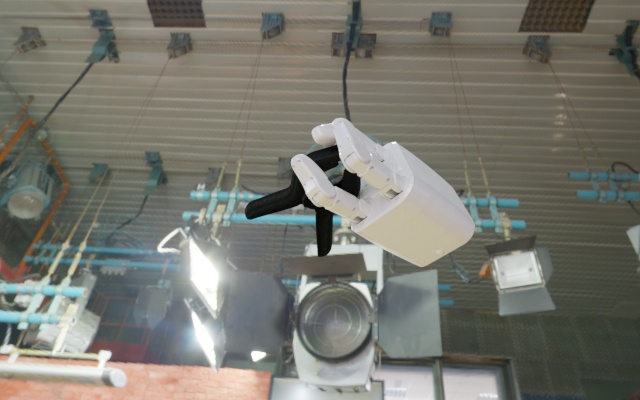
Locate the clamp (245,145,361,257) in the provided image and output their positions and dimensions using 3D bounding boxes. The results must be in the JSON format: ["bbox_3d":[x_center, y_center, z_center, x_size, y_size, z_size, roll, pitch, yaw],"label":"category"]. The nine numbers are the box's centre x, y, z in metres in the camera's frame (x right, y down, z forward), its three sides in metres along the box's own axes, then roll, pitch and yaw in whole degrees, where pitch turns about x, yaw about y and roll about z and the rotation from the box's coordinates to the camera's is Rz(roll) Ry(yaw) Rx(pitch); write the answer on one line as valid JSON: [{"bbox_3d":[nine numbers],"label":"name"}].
[{"bbox_3d":[0.000,0.001,0.565,0.120,0.039,0.171,32,-49,-22],"label":"clamp"}]
